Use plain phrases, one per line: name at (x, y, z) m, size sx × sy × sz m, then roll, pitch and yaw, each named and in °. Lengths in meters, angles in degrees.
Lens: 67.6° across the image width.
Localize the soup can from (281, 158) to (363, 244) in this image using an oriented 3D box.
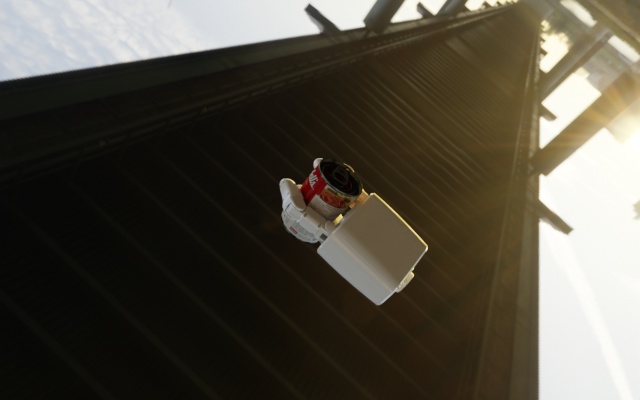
soup can at (0.000, 0.002, 0.642) m, size 0.068 × 0.068 × 0.102 m, roll 0°, pitch -41°, yaw -45°
